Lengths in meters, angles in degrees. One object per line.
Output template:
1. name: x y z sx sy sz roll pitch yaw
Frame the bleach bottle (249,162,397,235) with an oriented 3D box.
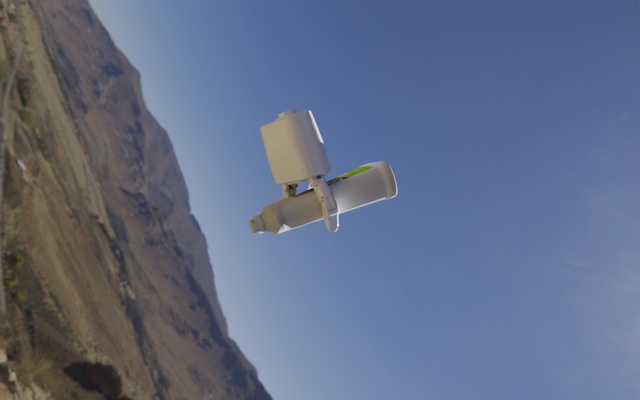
1. bleach bottle: 0.000 0.003 0.823 0.251 0.068 0.102 -21 9 -19
